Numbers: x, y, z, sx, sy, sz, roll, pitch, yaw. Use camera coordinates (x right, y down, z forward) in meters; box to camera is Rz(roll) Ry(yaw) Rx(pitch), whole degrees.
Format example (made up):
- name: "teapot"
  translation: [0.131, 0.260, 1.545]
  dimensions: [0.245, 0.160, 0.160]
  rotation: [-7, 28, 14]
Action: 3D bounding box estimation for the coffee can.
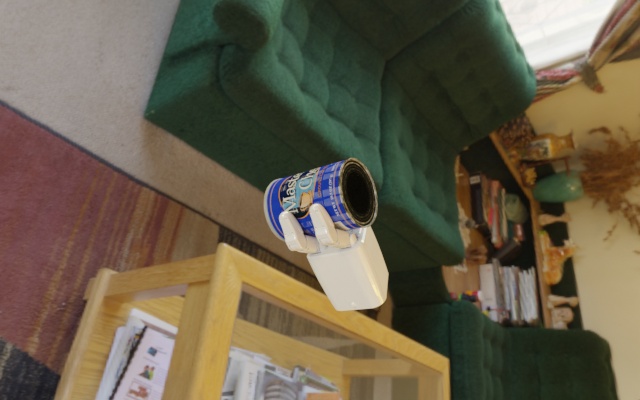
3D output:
- name: "coffee can"
  translation: [0.000, 0.002, 0.720]
  dimensions: [0.140, 0.103, 0.103]
  rotation: [-14, -8, 34]
